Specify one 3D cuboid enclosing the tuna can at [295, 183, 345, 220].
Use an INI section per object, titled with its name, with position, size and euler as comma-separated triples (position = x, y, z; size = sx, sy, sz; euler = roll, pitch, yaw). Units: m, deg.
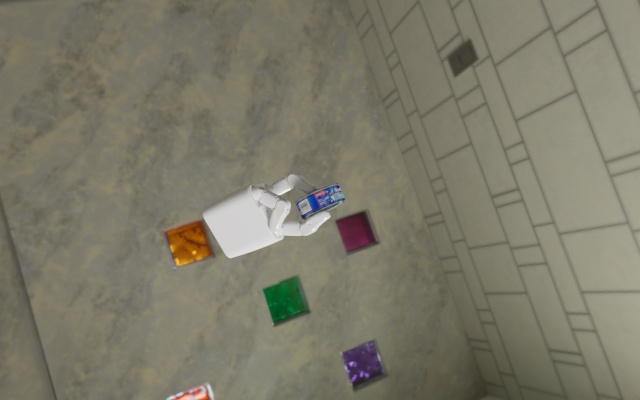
[tuna can]
position = 0.000, 0.003, 0.846
size = 0.086, 0.033, 0.086
euler = -23, -7, -3
